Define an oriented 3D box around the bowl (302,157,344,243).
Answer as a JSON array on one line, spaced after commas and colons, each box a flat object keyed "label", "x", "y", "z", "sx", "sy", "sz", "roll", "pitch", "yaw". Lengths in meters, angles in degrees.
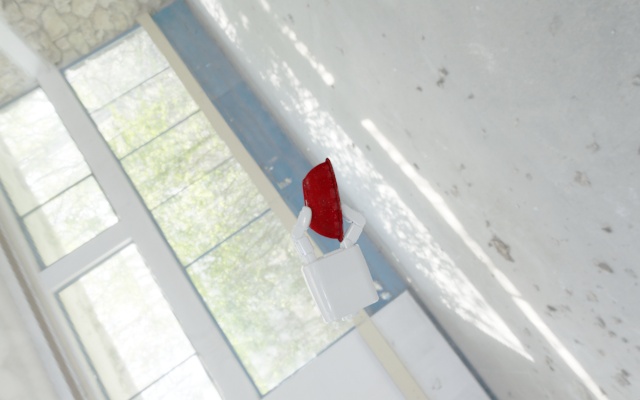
[{"label": "bowl", "x": -0.001, "y": 0.002, "z": 0.889, "sx": 0.055, "sy": 0.162, "sz": 0.162, "roll": -9, "pitch": 1, "yaw": -5}]
